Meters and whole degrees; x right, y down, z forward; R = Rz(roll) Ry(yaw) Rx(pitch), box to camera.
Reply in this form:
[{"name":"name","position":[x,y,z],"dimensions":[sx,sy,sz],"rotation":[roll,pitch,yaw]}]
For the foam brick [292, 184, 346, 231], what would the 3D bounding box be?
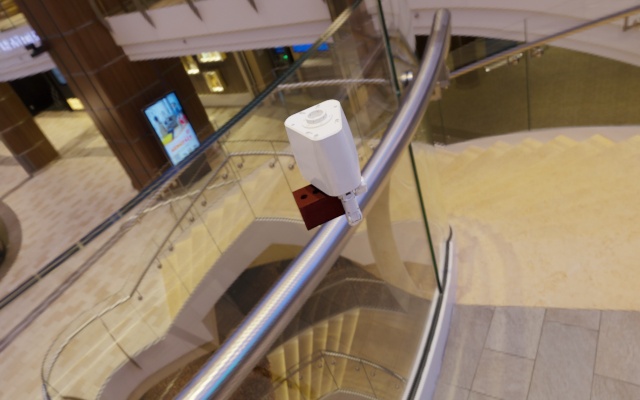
[{"name":"foam brick","position":[0.000,0.003,0.790],"dimensions":[0.078,0.051,0.053],"rotation":[-24,38,-4]}]
